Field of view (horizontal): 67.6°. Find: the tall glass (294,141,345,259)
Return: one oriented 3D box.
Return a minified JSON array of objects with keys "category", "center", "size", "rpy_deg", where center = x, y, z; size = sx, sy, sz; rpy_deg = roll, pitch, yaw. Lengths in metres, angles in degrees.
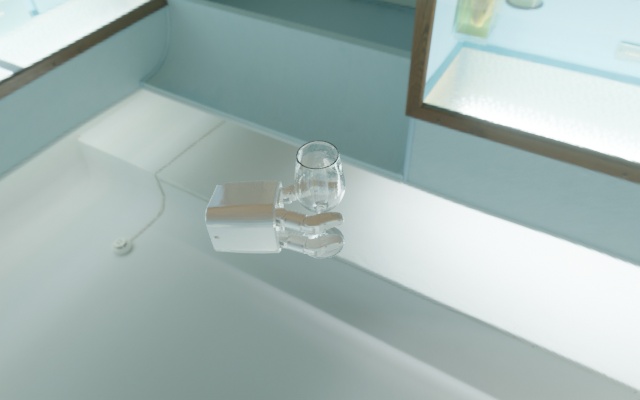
[{"category":"tall glass","center":[0.000,0.003,0.751],"size":[0.079,0.079,0.201],"rpy_deg":[0,-43,3]}]
